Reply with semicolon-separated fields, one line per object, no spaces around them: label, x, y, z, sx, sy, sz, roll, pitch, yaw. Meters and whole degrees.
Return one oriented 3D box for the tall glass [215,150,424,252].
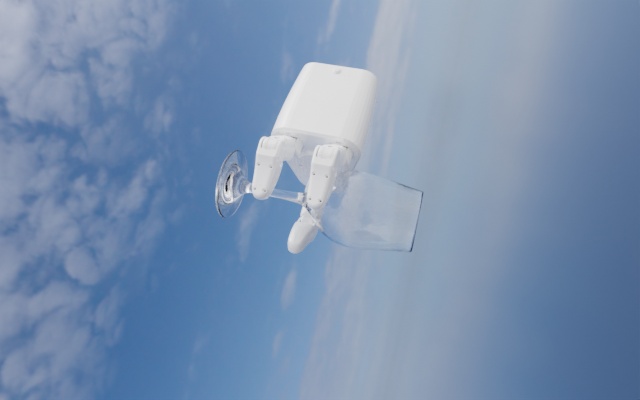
tall glass;-0.001;0.002;0.490;0.201;0.079;0.079;12;2;12
